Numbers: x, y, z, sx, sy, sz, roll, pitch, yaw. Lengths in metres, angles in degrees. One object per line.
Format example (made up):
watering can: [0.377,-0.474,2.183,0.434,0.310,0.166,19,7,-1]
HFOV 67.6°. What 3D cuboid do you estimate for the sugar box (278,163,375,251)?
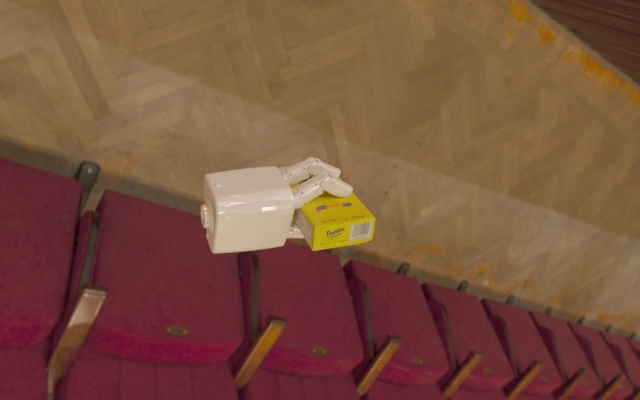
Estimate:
sugar box: [0.000,0.002,0.708,0.093,0.048,0.176,-7,35,-22]
